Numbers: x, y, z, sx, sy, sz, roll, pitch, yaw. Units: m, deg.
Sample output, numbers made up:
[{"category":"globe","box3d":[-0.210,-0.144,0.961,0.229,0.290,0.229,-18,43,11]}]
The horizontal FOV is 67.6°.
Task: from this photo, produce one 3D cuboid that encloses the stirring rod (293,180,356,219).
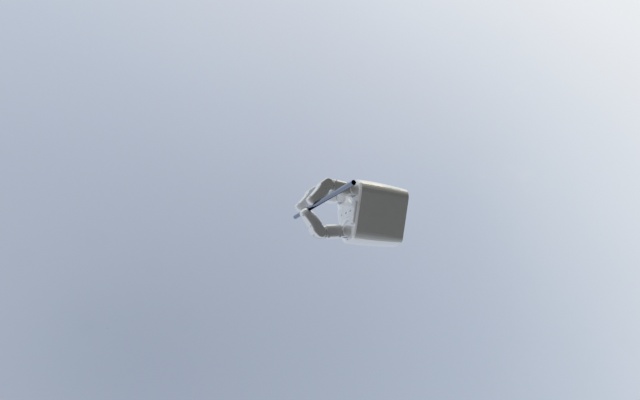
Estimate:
[{"category":"stirring rod","box3d":[0.000,0.003,0.791,0.011,0.011,0.239,0,-14,-24]}]
